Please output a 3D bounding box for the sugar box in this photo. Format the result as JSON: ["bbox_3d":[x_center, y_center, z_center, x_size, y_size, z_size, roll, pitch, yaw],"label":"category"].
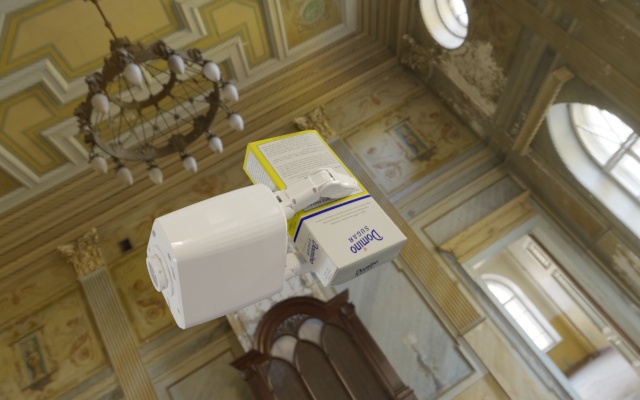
[{"bbox_3d":[0.000,0.002,0.509,0.093,0.176,0.048,-18,-31,-31],"label":"sugar box"}]
